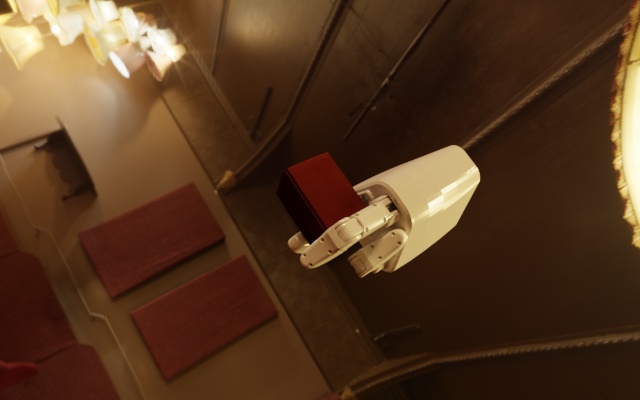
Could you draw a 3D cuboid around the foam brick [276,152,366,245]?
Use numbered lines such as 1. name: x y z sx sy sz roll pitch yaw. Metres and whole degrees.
1. foam brick: 0.000 0.001 0.475 0.051 0.078 0.053 -28 -13 -26
